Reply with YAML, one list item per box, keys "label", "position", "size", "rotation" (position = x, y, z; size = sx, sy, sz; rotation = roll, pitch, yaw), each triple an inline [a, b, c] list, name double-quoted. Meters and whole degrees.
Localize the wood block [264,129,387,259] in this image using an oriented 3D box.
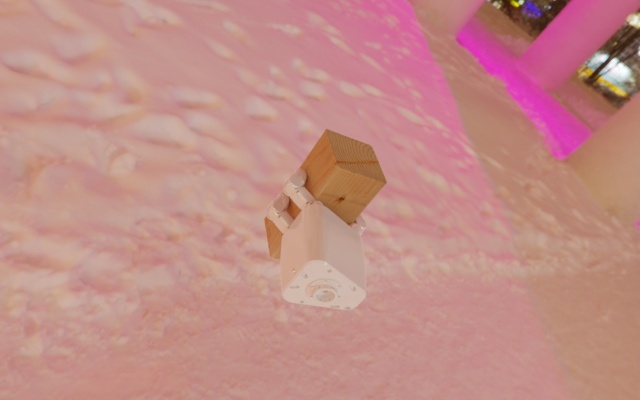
- label: "wood block"
  position: [0.001, 0.003, 0.756]
  size: [0.091, 0.090, 0.206]
  rotation: [16, -51, -30]
